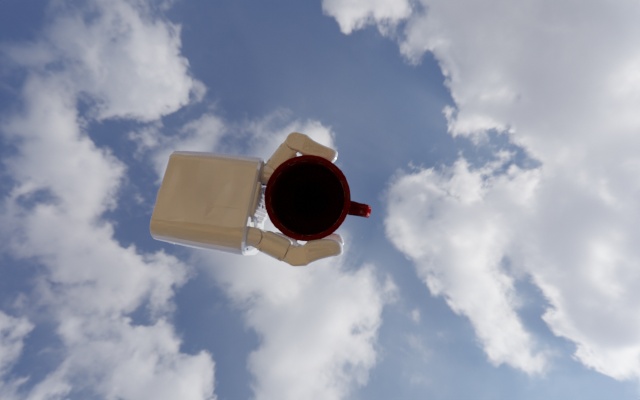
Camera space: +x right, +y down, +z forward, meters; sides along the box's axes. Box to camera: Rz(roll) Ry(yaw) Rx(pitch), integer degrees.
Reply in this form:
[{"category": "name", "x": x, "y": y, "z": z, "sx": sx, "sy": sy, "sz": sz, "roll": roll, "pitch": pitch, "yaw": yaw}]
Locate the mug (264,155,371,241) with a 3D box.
[{"category": "mug", "x": 0.002, "y": 0.002, "z": 0.548, "sx": 0.117, "sy": 0.093, "sz": 0.081, "roll": 9, "pitch": -4, "yaw": 4}]
